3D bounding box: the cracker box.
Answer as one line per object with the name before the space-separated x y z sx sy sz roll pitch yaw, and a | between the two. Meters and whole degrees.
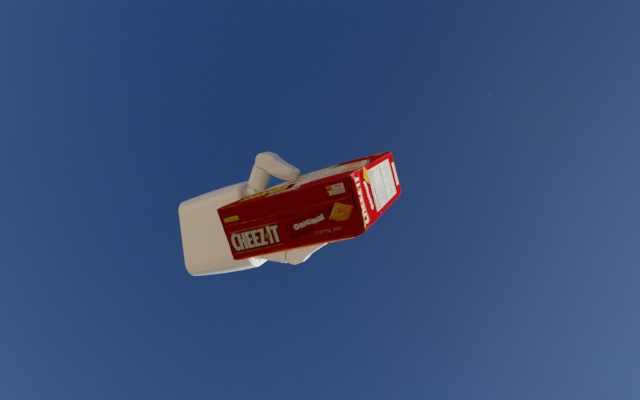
cracker box | 0.000 0.002 0.601 0.164 0.072 0.213 -14 7 22
